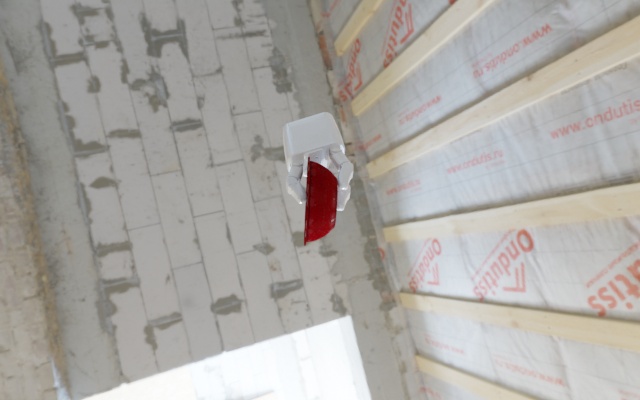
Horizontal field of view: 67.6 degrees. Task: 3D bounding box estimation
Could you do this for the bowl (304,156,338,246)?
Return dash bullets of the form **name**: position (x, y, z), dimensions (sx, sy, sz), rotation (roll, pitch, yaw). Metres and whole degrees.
- **bowl**: position (0.001, 0.004, 0.863), dimensions (0.055, 0.162, 0.162), rotation (3, 0, -2)
